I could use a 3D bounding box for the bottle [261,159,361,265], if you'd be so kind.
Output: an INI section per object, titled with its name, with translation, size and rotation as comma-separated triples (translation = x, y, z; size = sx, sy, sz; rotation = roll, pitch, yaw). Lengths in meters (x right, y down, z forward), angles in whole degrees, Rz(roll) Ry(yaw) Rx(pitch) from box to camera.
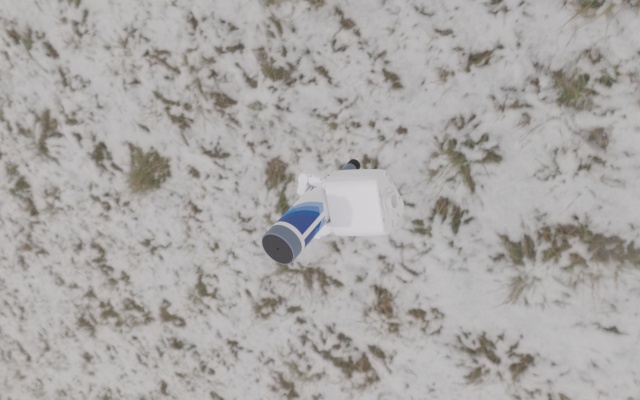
[bottle]
translation = 0.000, 0.003, 0.899
size = 0.069, 0.069, 0.295
rotation = 0, 32, 35
